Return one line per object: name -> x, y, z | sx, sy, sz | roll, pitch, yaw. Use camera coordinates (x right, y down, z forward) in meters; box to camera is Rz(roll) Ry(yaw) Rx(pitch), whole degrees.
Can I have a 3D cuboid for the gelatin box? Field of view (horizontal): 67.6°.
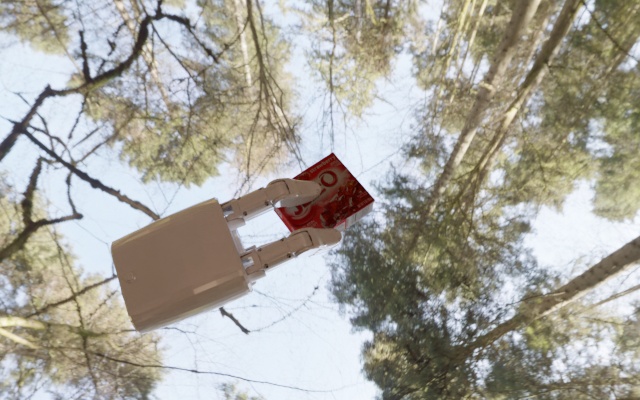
gelatin box -> 0.000, 0.002, 0.500 | 0.089, 0.073, 0.030 | -33, -22, -17
